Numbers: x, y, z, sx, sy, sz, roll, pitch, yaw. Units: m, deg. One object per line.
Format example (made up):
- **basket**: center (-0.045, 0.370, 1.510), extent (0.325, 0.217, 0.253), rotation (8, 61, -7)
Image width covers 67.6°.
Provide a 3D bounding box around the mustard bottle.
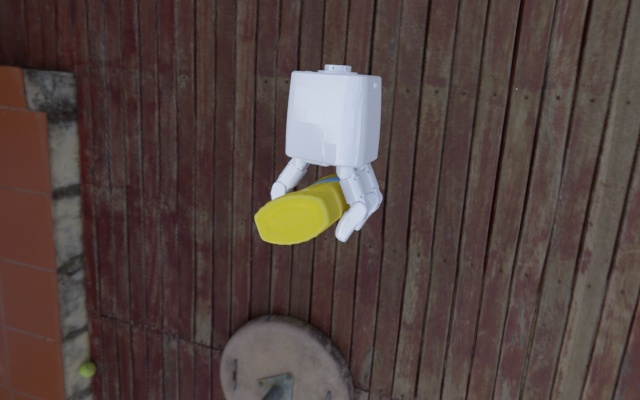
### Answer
- **mustard bottle**: center (0.000, 0.002, 0.623), extent (0.096, 0.058, 0.191), rotation (-17, 5, 25)
